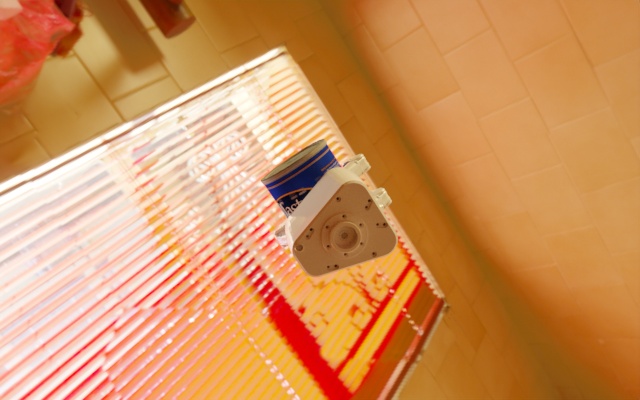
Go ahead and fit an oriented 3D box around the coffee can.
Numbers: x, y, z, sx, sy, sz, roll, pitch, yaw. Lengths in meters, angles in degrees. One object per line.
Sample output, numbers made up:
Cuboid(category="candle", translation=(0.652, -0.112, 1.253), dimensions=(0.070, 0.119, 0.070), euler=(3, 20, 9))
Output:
Cuboid(category="coffee can", translation=(0.000, 0.002, 0.650), dimensions=(0.103, 0.140, 0.102), euler=(-32, 11, 7))
